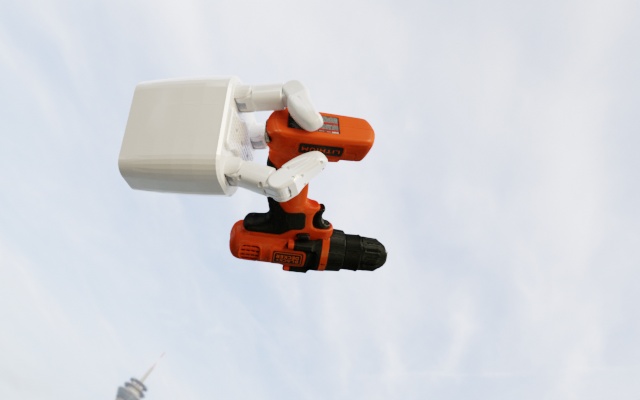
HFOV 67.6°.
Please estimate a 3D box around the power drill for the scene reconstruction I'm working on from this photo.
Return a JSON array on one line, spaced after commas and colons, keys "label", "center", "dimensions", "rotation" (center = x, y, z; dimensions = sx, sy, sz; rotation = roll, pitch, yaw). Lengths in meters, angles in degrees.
[{"label": "power drill", "center": [0.000, 0.001, 0.512], "dimensions": [0.184, 0.188, 0.057], "rotation": [6, 35, -9]}]
